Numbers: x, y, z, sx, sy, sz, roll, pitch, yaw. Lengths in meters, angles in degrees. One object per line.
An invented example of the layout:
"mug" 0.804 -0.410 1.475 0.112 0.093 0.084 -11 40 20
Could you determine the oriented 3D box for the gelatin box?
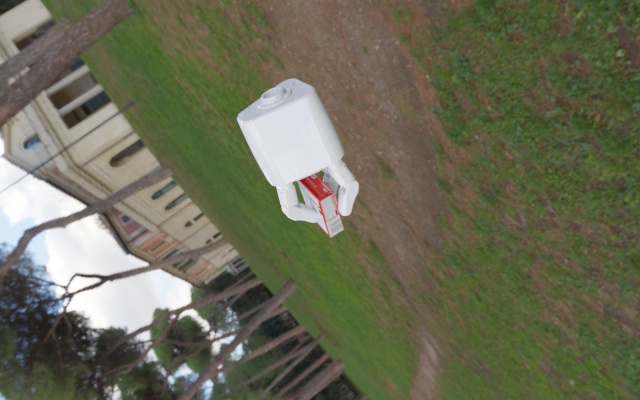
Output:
"gelatin box" 0.000 0.003 0.735 0.030 0.089 0.073 -30 46 -13
